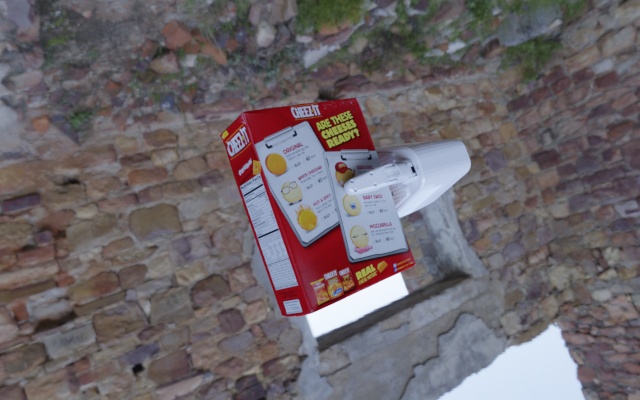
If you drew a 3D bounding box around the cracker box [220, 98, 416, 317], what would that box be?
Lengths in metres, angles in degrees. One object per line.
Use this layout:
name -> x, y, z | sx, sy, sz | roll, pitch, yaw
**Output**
cracker box -> 0.000, 0.002, 0.541 | 0.164, 0.213, 0.072 | -16, -6, -38
